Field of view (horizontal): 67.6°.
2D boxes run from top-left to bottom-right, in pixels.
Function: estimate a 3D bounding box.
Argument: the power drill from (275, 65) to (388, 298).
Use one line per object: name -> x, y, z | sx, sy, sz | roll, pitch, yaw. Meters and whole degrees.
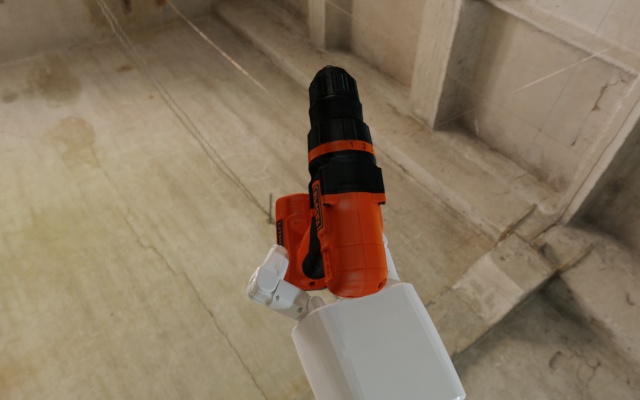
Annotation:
power drill -> 0.000, 0.002, 0.427 | 0.057, 0.184, 0.188 | 0, -18, -14
